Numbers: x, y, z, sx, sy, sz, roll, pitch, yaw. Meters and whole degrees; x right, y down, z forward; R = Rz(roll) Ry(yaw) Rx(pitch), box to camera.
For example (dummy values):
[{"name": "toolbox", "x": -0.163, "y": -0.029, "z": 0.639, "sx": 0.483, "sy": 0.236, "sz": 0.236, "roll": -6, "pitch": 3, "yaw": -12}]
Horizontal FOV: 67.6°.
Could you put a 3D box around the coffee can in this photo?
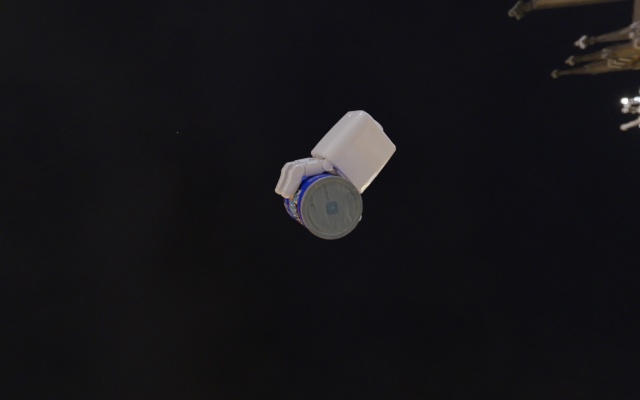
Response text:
[{"name": "coffee can", "x": 0.000, "y": 0.003, "z": 0.829, "sx": 0.103, "sy": 0.103, "sz": 0.140, "roll": 0, "pitch": 8, "yaw": -17}]
